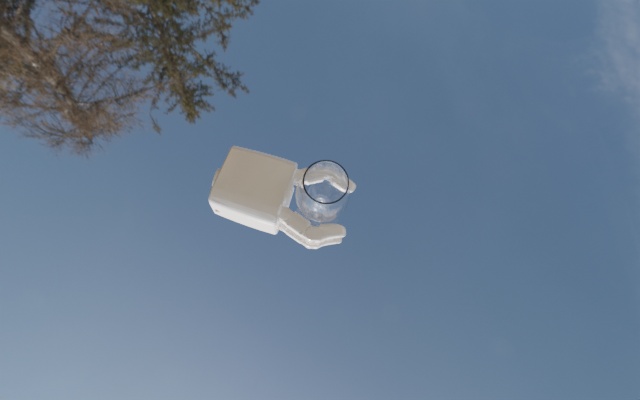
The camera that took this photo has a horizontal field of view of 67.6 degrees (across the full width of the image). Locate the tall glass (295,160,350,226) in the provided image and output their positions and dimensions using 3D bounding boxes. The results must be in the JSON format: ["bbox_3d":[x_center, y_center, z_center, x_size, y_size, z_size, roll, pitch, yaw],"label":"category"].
[{"bbox_3d":[0.000,0.003,0.724,0.079,0.079,0.201,0,-16,-5],"label":"tall glass"}]
